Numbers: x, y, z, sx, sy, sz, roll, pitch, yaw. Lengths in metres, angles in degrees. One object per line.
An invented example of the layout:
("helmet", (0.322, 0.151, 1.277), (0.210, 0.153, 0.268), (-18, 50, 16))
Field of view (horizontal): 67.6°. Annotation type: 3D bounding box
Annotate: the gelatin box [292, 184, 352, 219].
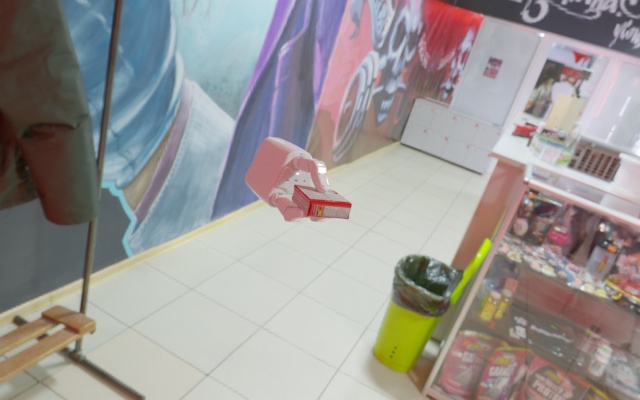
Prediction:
("gelatin box", (0.000, 0.002, 0.789), (0.073, 0.030, 0.089), (6, 15, -23))
